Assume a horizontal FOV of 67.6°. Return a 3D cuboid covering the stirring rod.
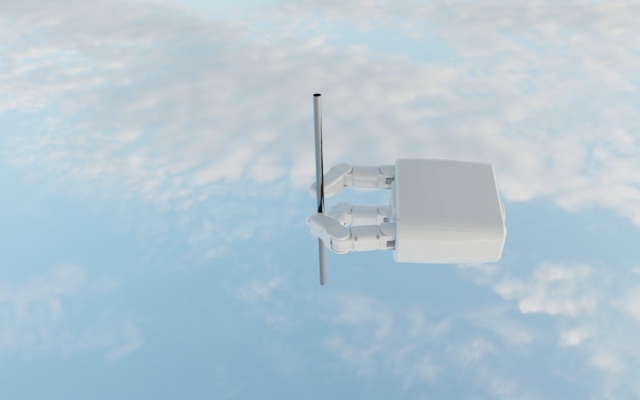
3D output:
[{"bbox_3d":[0.000,0.002,0.506,0.011,0.240,0.011,-1,35,1],"label":"stirring rod"}]
